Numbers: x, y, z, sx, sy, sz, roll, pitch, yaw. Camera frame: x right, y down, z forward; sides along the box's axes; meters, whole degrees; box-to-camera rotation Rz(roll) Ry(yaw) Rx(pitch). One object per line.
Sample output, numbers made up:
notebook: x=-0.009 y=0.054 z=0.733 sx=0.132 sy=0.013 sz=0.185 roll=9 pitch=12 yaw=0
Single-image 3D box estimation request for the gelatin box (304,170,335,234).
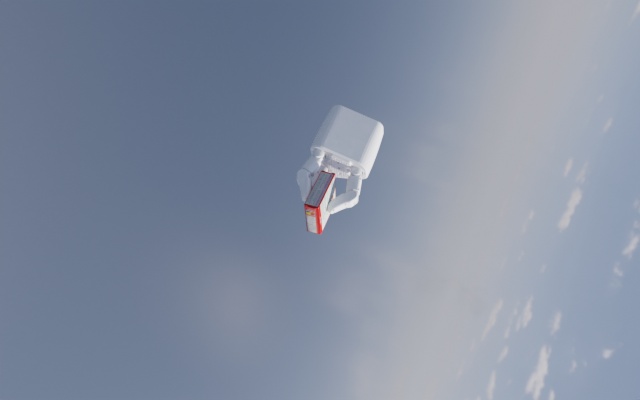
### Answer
gelatin box: x=0.000 y=0.003 z=0.847 sx=0.030 sy=0.089 sz=0.073 roll=13 pitch=-39 yaw=15
